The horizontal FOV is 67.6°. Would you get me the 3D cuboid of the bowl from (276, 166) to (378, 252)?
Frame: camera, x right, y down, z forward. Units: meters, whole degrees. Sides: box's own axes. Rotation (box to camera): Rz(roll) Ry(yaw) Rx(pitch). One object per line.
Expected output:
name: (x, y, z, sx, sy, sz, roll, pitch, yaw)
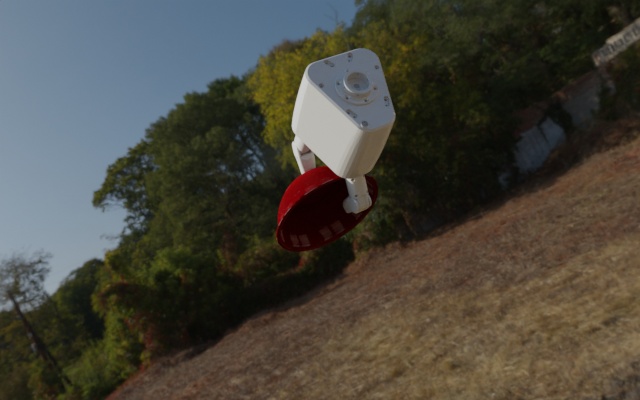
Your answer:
bowl: (0.000, 0.003, 0.681, 0.162, 0.055, 0.162, -23, -32, -16)
